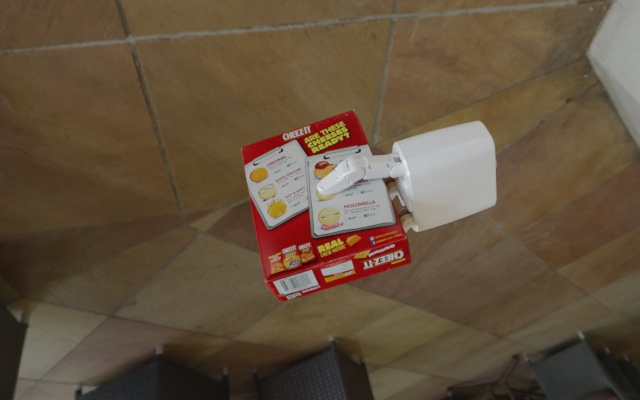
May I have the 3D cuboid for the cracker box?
[{"bbox_3d":[0.000,0.002,0.599,0.164,0.213,0.072,-18,-38,2],"label":"cracker box"}]
